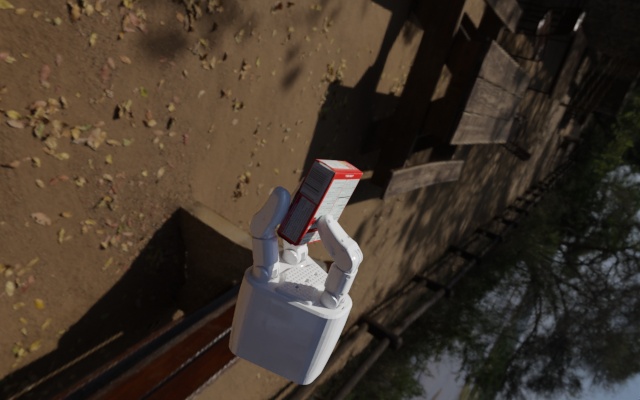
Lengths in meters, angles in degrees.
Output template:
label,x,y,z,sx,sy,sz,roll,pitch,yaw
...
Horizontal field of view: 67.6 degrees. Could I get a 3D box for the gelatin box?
label,x,y,z,sx,sy,sz,roll,pitch,yaw
gelatin box,0.001,0.002,0.497,0.030,0.089,0.073,34,17,21
